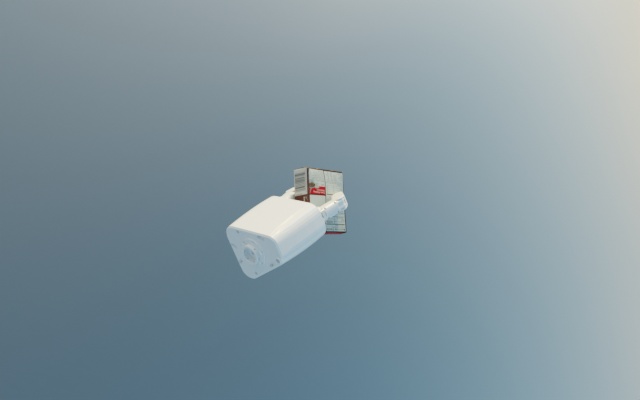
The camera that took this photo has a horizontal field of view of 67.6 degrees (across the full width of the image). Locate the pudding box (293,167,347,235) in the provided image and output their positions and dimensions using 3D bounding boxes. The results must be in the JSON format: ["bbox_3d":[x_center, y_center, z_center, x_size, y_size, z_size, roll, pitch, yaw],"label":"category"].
[{"bbox_3d":[0.000,0.003,0.821,0.039,0.113,0.090,-8,-9,44],"label":"pudding box"}]
